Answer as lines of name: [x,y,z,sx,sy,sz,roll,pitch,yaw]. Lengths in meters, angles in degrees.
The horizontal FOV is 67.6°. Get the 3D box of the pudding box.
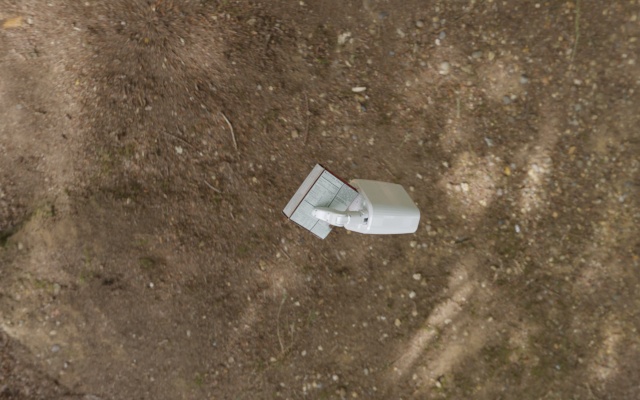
pudding box: [0.000,0.003,0.852,0.090,0.113,0.039,34,4,-31]
